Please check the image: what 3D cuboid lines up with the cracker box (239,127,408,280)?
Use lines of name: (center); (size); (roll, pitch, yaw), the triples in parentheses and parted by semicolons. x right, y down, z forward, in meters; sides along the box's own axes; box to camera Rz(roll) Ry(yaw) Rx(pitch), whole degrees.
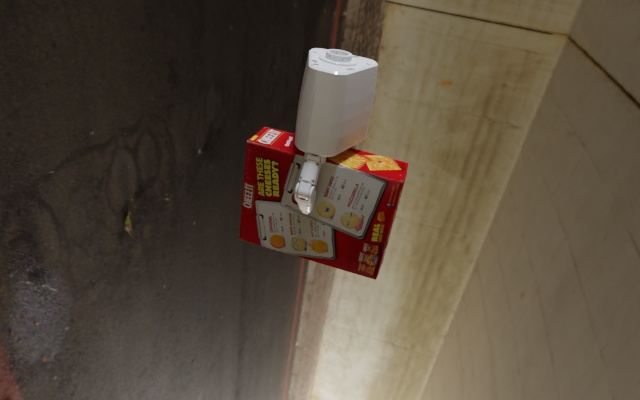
cracker box: (0.000, 0.002, 0.679); (0.213, 0.164, 0.072); (16, 30, 10)
